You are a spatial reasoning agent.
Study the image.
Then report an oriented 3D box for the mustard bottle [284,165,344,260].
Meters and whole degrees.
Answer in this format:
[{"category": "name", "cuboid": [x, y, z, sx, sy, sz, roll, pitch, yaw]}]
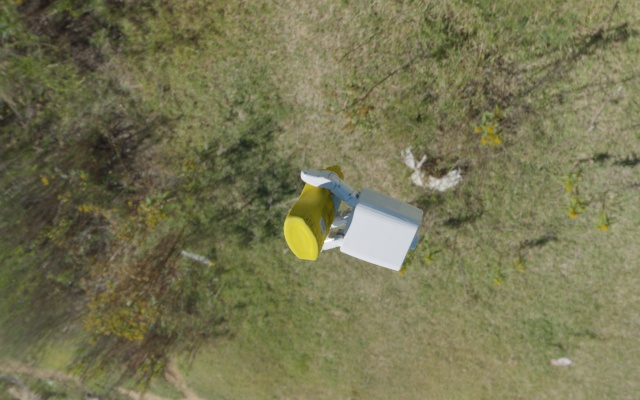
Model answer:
[{"category": "mustard bottle", "cuboid": [0.000, 0.003, 0.816, 0.058, 0.096, 0.191, 2, 42, 23]}]
